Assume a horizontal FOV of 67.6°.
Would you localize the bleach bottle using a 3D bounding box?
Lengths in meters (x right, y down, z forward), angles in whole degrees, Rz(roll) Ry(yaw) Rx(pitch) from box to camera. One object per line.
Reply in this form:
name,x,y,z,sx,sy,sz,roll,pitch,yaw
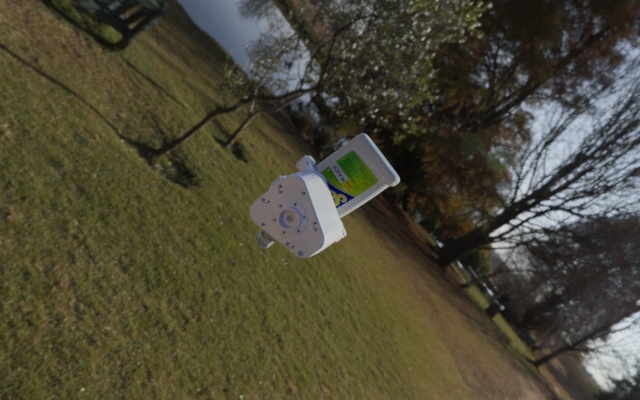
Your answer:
bleach bottle,0.000,0.002,0.784,0.251,0.102,0.068,-38,-4,13
